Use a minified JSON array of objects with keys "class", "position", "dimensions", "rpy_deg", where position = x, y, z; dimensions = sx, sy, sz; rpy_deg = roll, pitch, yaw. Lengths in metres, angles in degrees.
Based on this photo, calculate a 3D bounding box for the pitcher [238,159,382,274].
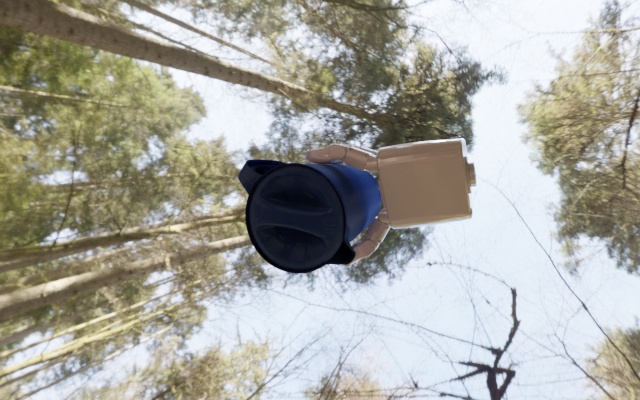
[{"class":"pitcher","position":[0.000,0.002,0.675],"dimensions":[0.145,0.149,0.243],"rpy_deg":[-10,3,21]}]
